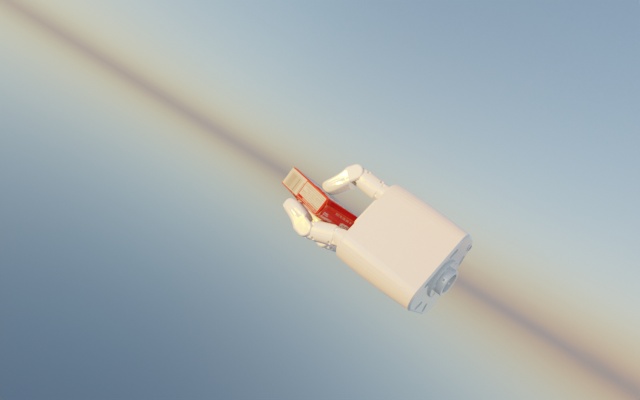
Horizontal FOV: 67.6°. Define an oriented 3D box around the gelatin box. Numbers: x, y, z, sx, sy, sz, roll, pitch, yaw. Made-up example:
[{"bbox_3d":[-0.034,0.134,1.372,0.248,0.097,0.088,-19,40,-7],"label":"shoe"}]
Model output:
[{"bbox_3d":[0.000,0.001,0.617,0.073,0.030,0.089,34,7,-46],"label":"gelatin box"}]
